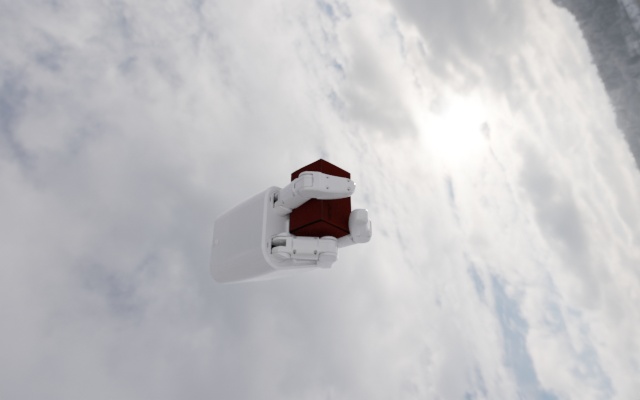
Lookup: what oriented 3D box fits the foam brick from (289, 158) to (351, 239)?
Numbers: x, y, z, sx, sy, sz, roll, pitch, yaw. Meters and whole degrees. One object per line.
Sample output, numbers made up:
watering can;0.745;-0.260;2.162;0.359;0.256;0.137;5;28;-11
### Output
foam brick;0.000;0.002;0.544;0.051;0.078;0.053;-23;-35;39
